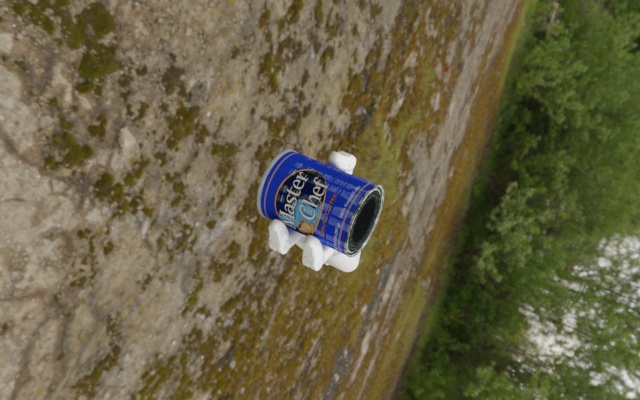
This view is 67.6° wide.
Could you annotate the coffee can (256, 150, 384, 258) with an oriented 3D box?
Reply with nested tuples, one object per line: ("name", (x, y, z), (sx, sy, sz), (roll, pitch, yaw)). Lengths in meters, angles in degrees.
("coffee can", (0.000, 0.002, 0.644), (0.140, 0.103, 0.103), (24, 9, 23))
